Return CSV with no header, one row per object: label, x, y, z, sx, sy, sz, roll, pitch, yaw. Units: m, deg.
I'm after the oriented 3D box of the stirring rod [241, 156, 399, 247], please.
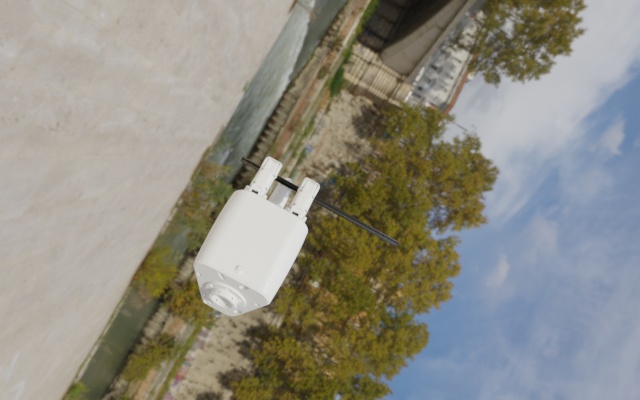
stirring rod,0.000,0.002,0.646,0.239,0.011,0.011,29,-3,-5
